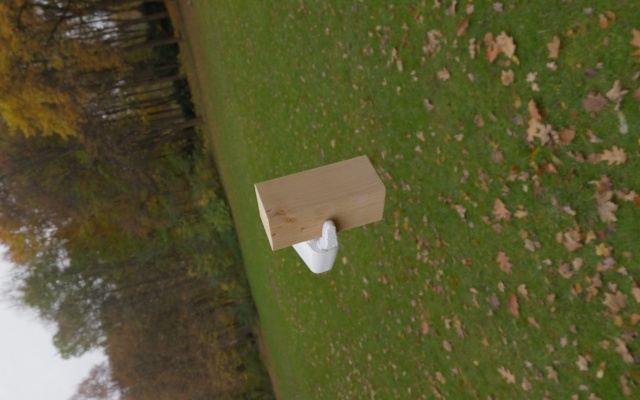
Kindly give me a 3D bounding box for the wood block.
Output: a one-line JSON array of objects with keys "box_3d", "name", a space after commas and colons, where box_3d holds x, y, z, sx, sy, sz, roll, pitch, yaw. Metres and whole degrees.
[{"box_3d": [0.000, 0.003, 0.839, 0.206, 0.090, 0.090, -16, -39, -12], "name": "wood block"}]
